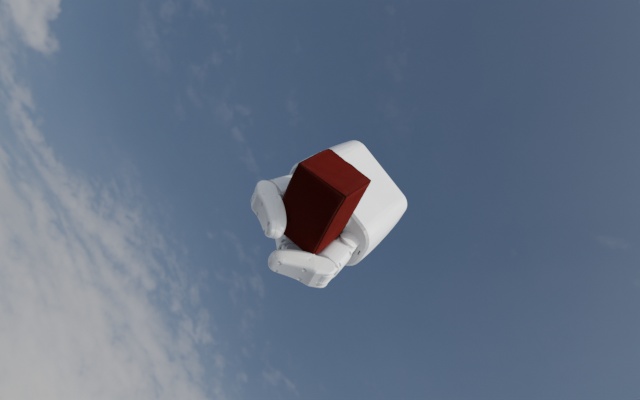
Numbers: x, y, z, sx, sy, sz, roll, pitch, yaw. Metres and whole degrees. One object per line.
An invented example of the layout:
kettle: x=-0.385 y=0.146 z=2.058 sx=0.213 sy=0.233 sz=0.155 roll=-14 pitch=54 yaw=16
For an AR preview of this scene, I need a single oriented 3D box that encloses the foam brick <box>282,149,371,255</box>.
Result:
foam brick: x=0.000 y=0.001 z=0.438 sx=0.053 sy=0.078 sz=0.051 roll=39 pitch=38 yaw=15
